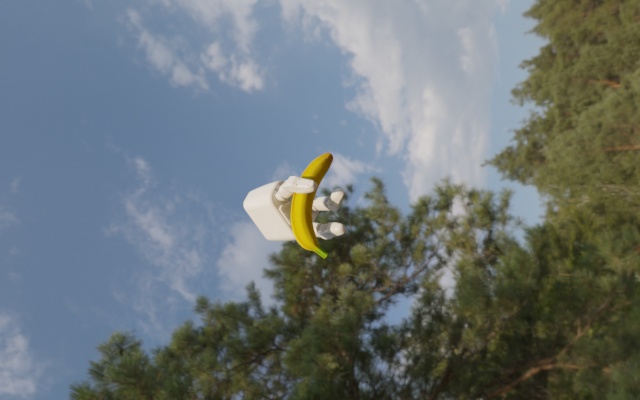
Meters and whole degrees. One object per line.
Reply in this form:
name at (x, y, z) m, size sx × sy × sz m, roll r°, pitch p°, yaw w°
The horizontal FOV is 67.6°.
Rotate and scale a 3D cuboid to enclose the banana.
banana at (-0.017, 0.003, 0.844) m, size 0.069 × 0.197 × 0.037 m, roll 11°, pitch -19°, yaw -22°
